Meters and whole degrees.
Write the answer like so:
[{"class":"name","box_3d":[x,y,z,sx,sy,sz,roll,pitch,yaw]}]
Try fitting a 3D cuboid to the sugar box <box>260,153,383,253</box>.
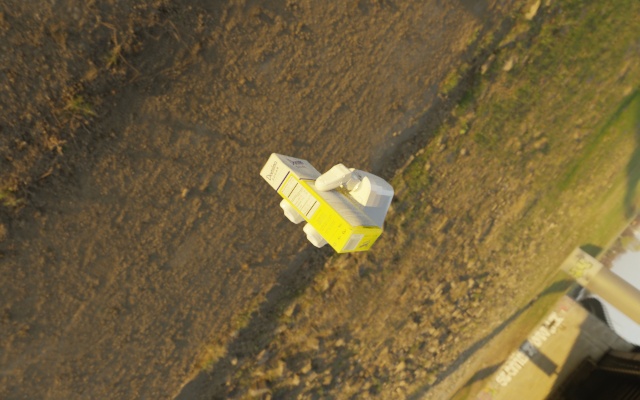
[{"class":"sugar box","box_3d":[0.000,0.003,0.698,0.176,0.048,0.093,41,18,27]}]
